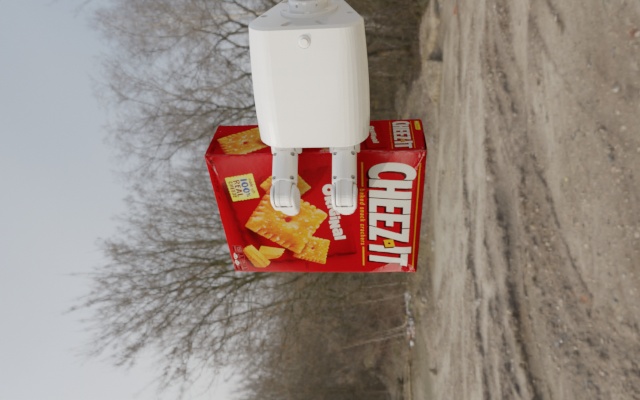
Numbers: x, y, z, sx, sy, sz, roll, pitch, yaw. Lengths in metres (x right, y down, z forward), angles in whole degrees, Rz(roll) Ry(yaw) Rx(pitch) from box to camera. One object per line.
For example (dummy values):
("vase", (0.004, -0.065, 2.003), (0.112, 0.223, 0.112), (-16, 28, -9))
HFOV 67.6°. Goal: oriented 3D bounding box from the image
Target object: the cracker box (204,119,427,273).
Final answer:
("cracker box", (0.000, 0.002, 0.517), (0.214, 0.164, 0.072), (0, 38, 6))
